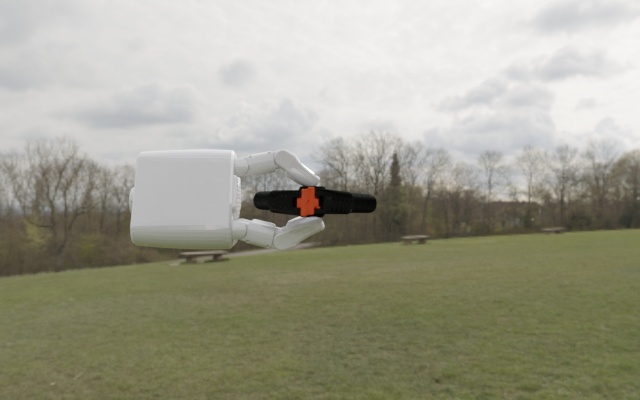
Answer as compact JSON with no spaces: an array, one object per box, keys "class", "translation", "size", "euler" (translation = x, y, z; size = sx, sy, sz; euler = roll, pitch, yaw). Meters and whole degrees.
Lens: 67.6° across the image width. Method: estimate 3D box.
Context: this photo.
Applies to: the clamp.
[{"class":"clamp","translation":[0.000,0.001,0.557],"size":[0.164,0.036,0.210],"euler":[1,0,-5]}]
